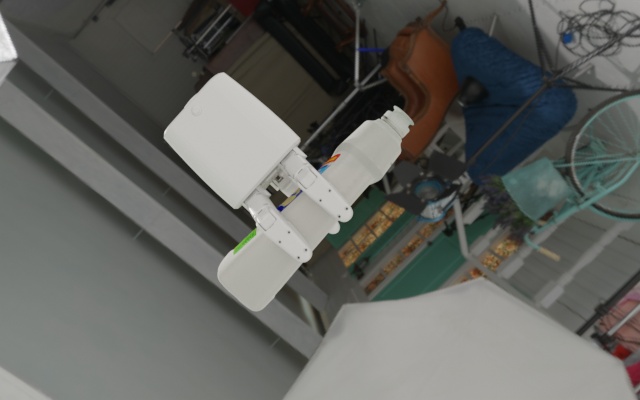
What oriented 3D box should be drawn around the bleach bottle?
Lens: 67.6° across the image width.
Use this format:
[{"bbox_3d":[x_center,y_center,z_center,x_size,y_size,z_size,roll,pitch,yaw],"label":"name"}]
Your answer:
[{"bbox_3d":[0.000,0.002,0.511,0.068,0.251,0.102,43,4,-5],"label":"bleach bottle"}]
